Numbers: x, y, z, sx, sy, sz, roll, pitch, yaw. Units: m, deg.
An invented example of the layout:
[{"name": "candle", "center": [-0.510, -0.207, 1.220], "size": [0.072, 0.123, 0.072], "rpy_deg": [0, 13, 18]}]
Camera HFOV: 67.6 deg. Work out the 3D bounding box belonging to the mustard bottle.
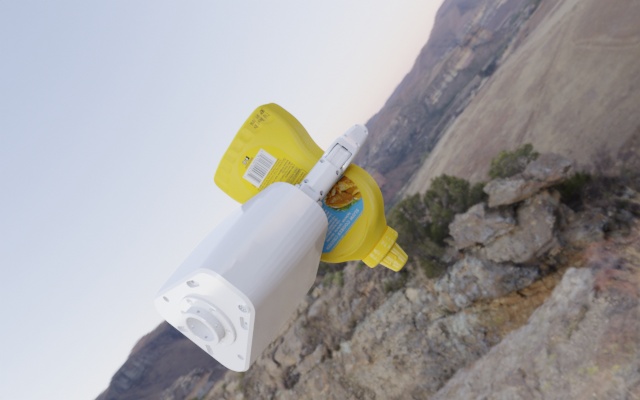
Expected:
[{"name": "mustard bottle", "center": [0.000, 0.001, 0.445], "size": [0.191, 0.096, 0.058], "rpy_deg": [37, 20, 2]}]
